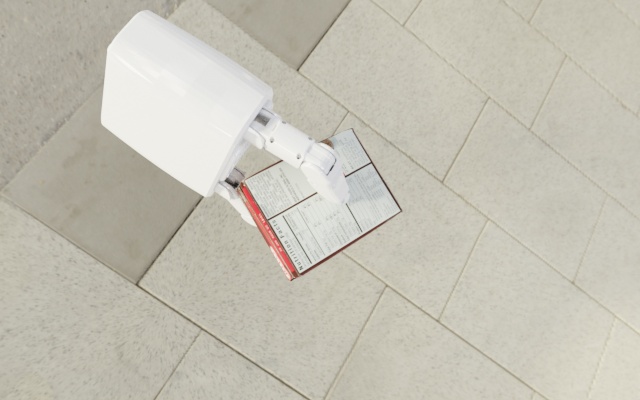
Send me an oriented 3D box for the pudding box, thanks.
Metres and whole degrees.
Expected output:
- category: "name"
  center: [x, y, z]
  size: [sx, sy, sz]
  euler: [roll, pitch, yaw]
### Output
- category: "pudding box"
  center: [0.000, 0.001, 0.402]
  size: [0.113, 0.090, 0.039]
  euler: [-29, -3, -20]
